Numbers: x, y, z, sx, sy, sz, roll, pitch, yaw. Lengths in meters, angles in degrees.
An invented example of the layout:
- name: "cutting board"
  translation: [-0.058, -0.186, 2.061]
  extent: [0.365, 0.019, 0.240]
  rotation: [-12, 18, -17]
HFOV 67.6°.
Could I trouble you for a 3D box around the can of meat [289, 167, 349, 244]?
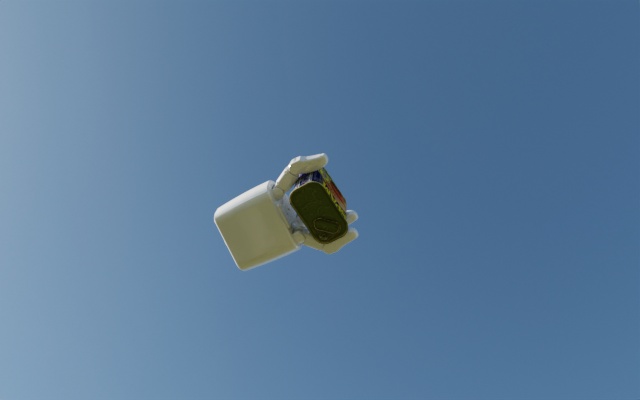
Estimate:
- name: "can of meat"
  translation: [0.000, 0.002, 0.737]
  extent: [0.057, 0.102, 0.084]
  rotation: [-28, 20, 15]
